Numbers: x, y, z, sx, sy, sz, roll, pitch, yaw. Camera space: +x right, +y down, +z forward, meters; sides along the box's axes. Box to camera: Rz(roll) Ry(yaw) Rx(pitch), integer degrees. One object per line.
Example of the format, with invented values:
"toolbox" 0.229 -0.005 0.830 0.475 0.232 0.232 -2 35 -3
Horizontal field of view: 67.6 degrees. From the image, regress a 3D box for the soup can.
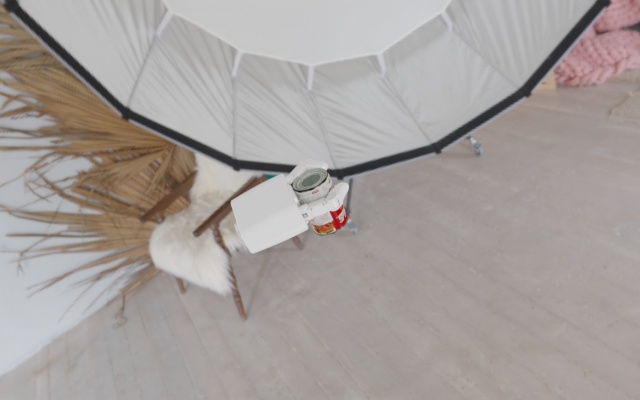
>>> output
"soup can" 0.000 0.002 0.842 0.068 0.102 0.068 -19 31 12
